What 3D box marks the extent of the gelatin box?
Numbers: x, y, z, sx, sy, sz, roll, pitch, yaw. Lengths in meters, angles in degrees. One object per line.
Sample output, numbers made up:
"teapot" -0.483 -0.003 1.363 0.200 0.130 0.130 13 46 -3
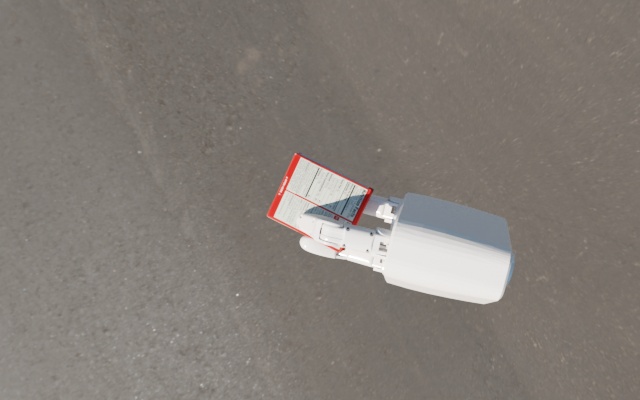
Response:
"gelatin box" 0.000 0.002 0.495 0.089 0.073 0.030 26 9 7
